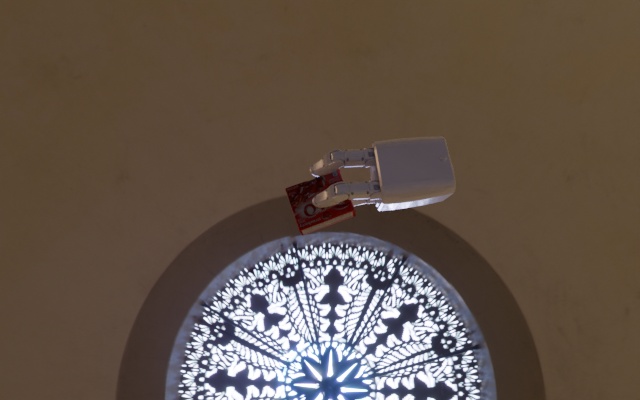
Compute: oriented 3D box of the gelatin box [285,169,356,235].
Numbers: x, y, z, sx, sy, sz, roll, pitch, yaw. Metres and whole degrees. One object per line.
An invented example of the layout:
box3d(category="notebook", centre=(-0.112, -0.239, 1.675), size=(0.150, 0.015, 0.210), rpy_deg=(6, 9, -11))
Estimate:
box3d(category="gelatin box", centre=(0.000, 0.003, 0.722), size=(0.089, 0.073, 0.030), rpy_deg=(-20, -21, 0))
